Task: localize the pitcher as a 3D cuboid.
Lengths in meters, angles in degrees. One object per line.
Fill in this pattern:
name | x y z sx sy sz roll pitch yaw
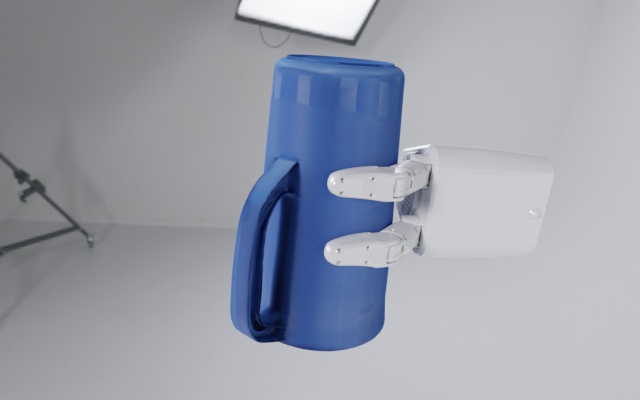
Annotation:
pitcher | 0.000 0.001 0.420 0.145 0.243 0.149 2 19 -7
